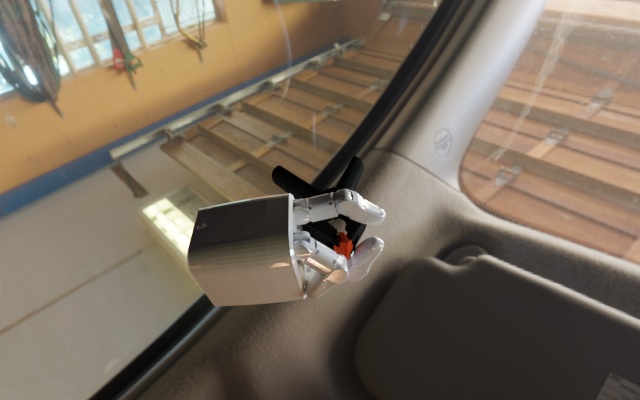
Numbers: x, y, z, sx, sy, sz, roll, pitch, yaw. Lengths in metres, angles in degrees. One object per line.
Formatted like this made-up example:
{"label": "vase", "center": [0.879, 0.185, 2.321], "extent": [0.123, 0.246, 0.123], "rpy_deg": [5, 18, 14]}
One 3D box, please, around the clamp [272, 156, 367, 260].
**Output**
{"label": "clamp", "center": [0.000, 0.002, 0.572], "extent": [0.120, 0.039, 0.171], "rpy_deg": [-7, 37, 2]}
